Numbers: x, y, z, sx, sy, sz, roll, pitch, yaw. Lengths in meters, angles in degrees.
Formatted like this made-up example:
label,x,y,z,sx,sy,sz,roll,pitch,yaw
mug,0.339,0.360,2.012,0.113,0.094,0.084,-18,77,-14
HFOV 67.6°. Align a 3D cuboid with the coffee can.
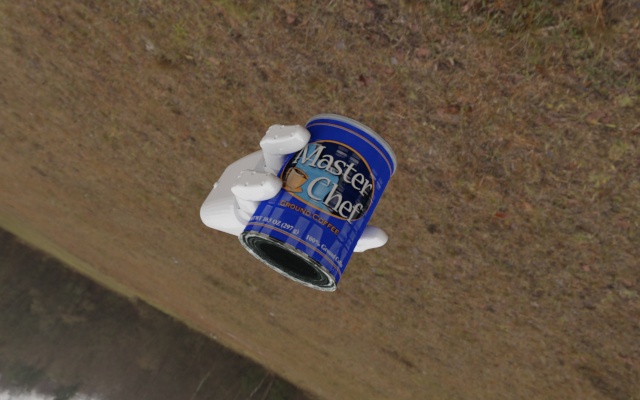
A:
label,x,y,z,sx,sy,sz,roll,pitch,yaw
coffee can,0.000,0.001,0.465,0.103,0.140,0.103,25,-22,11
